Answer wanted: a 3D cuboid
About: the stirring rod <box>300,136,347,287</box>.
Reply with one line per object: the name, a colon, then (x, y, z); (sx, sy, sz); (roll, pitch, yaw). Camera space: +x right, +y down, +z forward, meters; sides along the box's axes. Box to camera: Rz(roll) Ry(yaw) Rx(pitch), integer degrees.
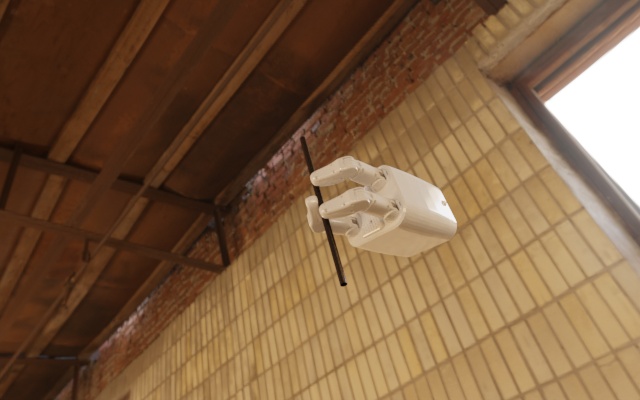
stirring rod: (0.000, 0.002, 0.591); (0.011, 0.239, 0.011); (-9, -40, -8)
